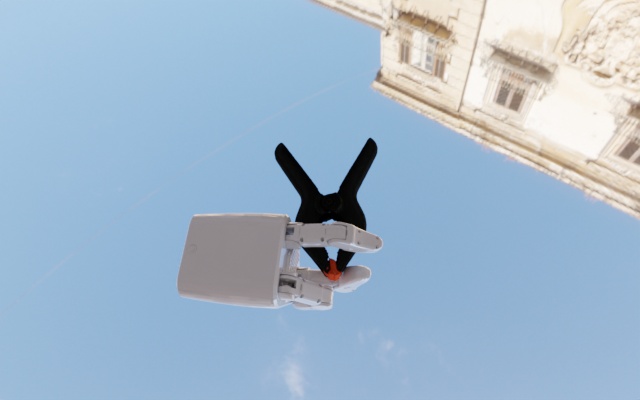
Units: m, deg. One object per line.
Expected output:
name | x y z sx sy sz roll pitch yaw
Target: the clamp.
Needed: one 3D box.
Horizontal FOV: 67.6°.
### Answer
clamp | 0.000 0.002 0.538 0.120 0.171 0.039 2 -25 9
